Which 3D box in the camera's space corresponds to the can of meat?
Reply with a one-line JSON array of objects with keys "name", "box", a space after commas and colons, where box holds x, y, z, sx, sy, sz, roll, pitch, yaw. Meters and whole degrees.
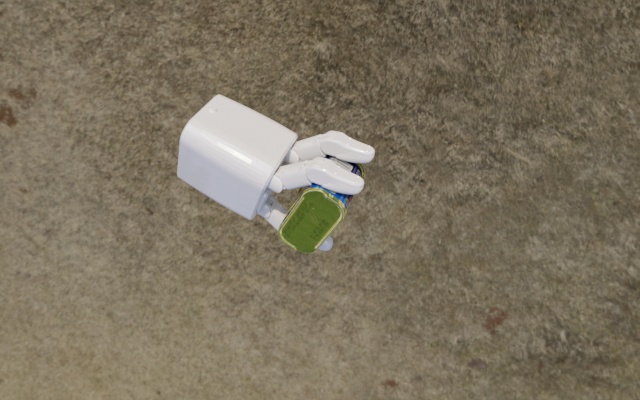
[{"name": "can of meat", "box": [0.000, 0.002, 0.552, 0.057, 0.102, 0.084, 32, 41, -5]}]
